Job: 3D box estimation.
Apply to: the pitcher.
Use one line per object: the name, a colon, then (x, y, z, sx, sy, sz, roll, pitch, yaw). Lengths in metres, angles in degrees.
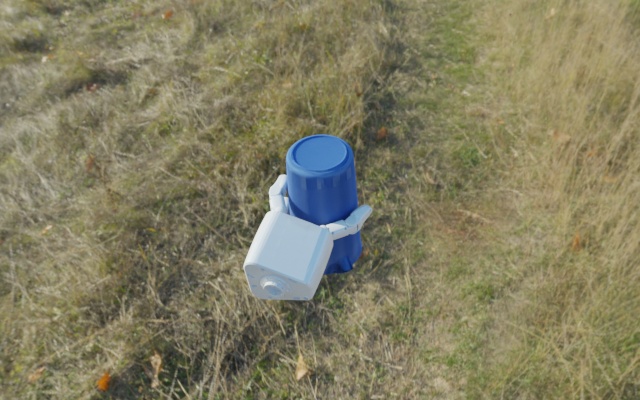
pitcher: (0.000, 0.003, 0.842, 0.149, 0.243, 0.145, 11, 47, 15)
